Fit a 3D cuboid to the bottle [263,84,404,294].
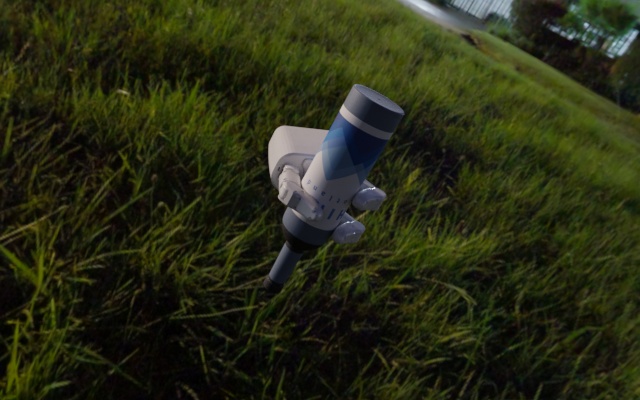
[{"bbox_3d":[0.000,0.002,0.600,0.069,0.296,0.069,24,24,-12],"label":"bottle"}]
